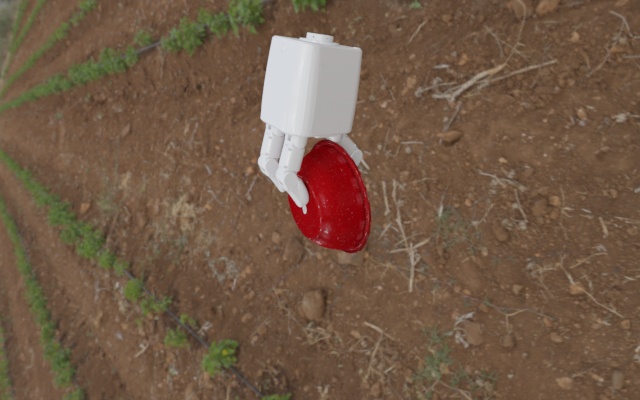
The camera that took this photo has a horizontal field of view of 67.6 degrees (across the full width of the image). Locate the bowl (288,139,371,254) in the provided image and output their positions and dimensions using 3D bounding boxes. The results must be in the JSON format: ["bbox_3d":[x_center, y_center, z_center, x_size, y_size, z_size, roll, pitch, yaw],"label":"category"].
[{"bbox_3d":[0.000,0.004,0.647,0.055,0.162,0.162,-17,8,-26],"label":"bowl"}]
